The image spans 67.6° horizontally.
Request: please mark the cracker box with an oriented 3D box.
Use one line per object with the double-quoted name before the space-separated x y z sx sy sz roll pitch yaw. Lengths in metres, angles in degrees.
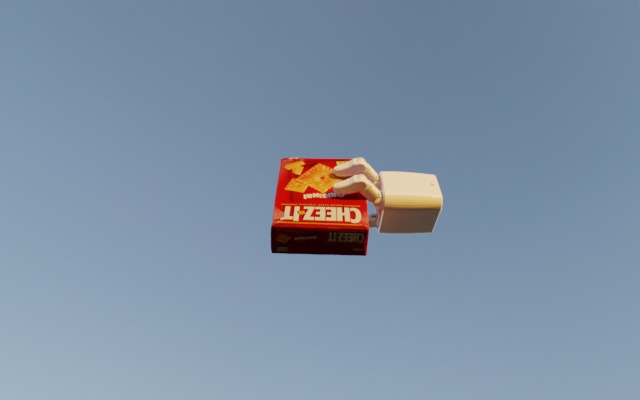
"cracker box" 0.000 0.003 0.873 0.164 0.072 0.213 1 36 0
